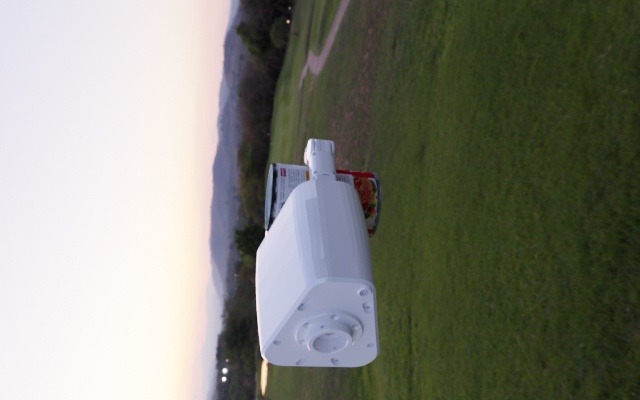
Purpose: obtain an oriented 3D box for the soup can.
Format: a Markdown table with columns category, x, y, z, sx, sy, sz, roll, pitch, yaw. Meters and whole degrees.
| category | x | y | z | sx | sy | sz | roll | pitch | yaw |
| --- | --- | --- | --- | --- | --- | --- | --- | --- | --- |
| soup can | 0.000 | 0.001 | 0.464 | 0.102 | 0.068 | 0.068 | 5 | -1 | -11 |
